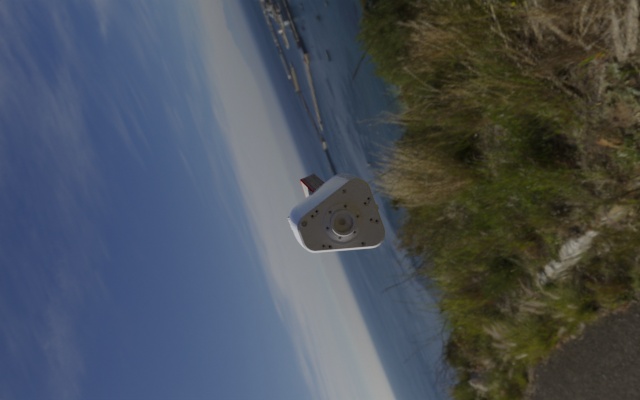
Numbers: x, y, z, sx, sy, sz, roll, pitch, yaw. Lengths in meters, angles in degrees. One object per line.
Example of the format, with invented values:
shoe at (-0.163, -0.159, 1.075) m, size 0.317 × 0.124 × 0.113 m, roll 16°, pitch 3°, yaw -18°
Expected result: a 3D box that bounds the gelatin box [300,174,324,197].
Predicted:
gelatin box at (0.000, 0.003, 0.776) m, size 0.030 × 0.073 × 0.089 m, roll -23°, pitch 20°, yaw -9°
